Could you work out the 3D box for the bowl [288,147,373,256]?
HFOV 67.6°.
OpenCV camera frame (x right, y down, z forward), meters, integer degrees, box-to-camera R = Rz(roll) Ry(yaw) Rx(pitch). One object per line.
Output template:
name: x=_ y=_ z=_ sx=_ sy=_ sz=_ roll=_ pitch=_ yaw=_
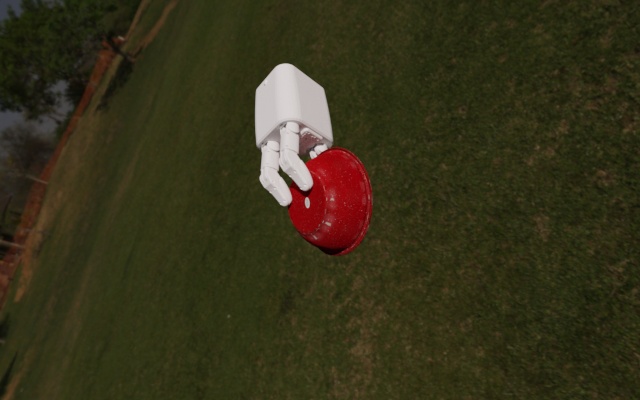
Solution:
bowl: x=0.000 y=0.003 z=0.691 sx=0.055 sy=0.162 sz=0.162 roll=-1 pitch=1 yaw=-39
